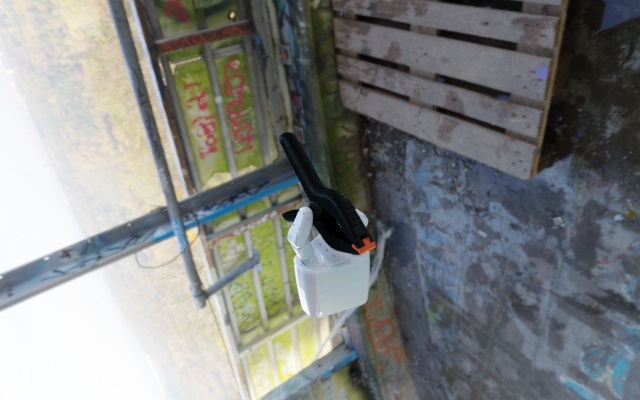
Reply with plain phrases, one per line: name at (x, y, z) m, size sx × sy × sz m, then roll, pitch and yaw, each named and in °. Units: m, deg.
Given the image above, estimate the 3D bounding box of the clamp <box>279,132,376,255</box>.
clamp at (0.000, 0.003, 0.686) m, size 0.036 × 0.165 × 0.210 m, roll -25°, pitch 39°, yaw -28°
